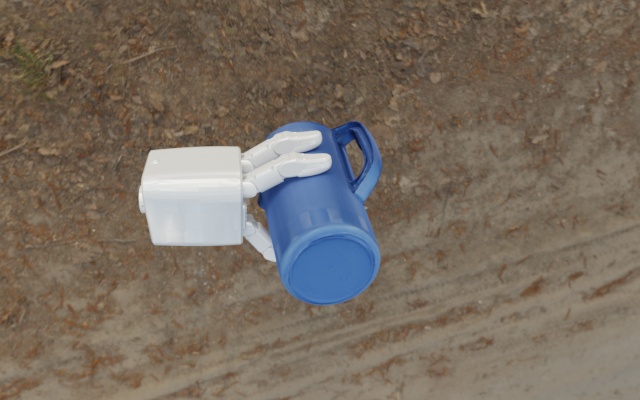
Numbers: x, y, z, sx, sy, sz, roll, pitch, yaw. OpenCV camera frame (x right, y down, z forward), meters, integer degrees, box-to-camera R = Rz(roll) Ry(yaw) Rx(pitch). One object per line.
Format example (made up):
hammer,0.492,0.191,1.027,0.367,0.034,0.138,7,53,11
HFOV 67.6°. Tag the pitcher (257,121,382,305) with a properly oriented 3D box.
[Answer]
pitcher,0.000,0.002,0.585,0.145,0.149,0.242,1,32,-12
